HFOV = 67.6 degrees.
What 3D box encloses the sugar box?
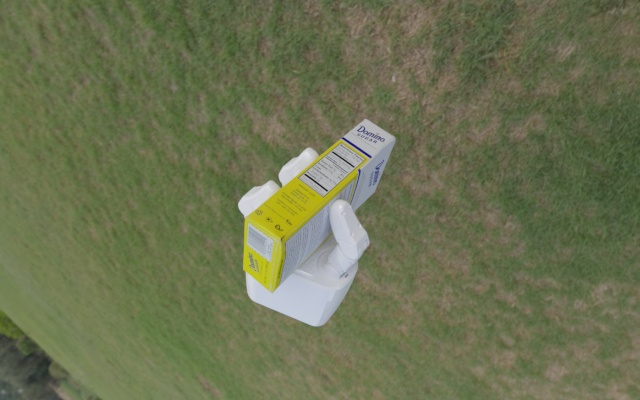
[{"bbox_3d":[0.000,0.001,0.470,0.048,0.093,0.176,35,54,15],"label":"sugar box"}]
